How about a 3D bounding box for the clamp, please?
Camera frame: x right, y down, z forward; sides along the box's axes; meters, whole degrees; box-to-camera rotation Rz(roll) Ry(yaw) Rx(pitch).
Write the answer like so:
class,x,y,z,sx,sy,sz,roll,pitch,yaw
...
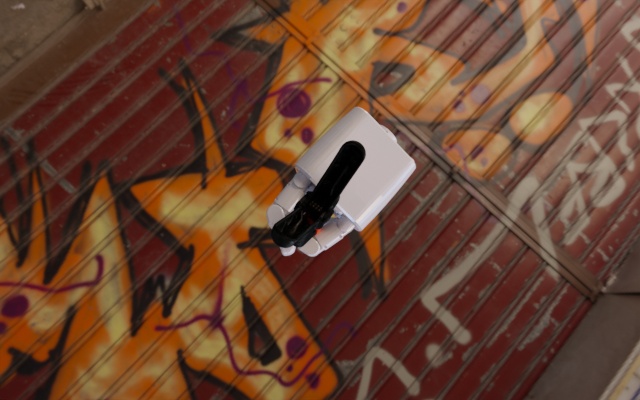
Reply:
class,x,y,z,sx,sy,sz,roll,pitch,yaw
clamp,0.000,0.002,0.495,0.039,0.120,0.171,45,-5,4
